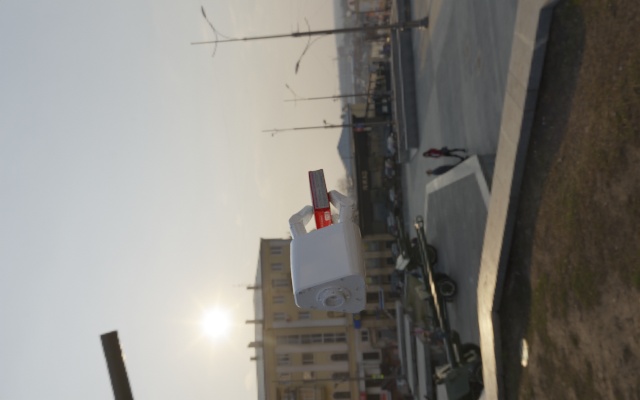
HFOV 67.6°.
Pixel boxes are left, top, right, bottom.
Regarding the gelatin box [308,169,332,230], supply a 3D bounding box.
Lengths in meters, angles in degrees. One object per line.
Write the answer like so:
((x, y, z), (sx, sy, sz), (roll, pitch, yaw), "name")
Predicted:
((0.000, 0.003, 0.825), (0.030, 0.089, 0.073), (-9, -37, -3), "gelatin box")
